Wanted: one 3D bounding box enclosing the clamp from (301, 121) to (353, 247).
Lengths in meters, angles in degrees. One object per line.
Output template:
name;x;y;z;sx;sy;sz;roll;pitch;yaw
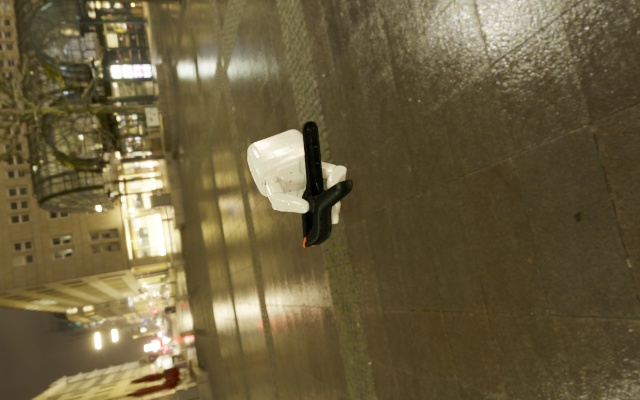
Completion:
clamp;-0.001;0.003;0.754;0.036;0.210;0.164;-7;36;-19
